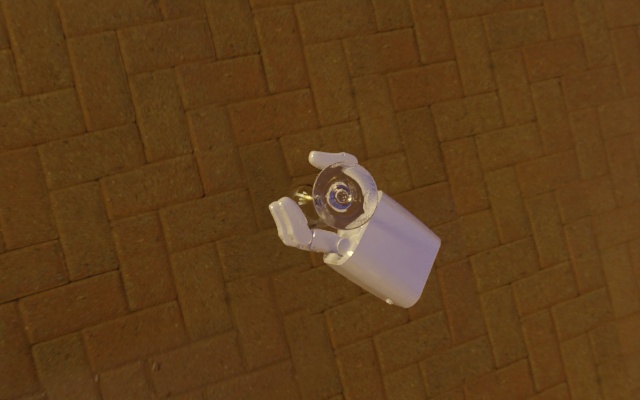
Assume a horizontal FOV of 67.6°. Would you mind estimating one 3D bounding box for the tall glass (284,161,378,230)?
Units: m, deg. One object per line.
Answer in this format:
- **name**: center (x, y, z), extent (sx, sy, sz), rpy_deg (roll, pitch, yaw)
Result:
- **tall glass**: center (0.000, 0.002, 0.601), extent (0.079, 0.079, 0.201), rpy_deg (0, -4, -16)
